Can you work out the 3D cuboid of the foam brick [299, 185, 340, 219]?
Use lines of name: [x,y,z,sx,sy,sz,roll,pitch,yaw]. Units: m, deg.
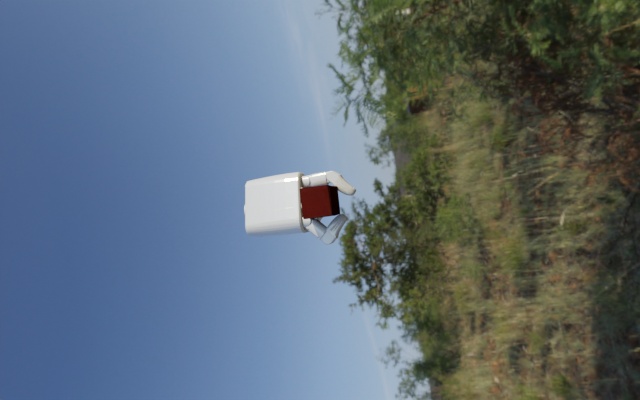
foam brick: [0.000,0.003,0.815,0.051,0.053,0.078,-6,-2,12]
